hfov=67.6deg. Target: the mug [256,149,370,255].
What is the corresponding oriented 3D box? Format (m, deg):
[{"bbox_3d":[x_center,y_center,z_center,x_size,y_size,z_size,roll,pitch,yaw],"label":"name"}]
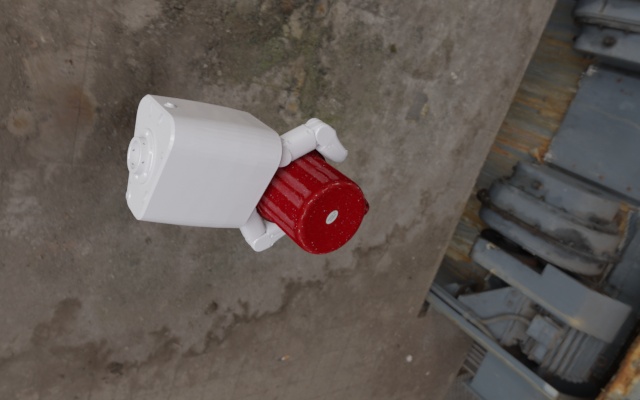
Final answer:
[{"bbox_3d":[0.001,0.002,0.488,0.117,0.093,0.081,4,23,-39],"label":"mug"}]
